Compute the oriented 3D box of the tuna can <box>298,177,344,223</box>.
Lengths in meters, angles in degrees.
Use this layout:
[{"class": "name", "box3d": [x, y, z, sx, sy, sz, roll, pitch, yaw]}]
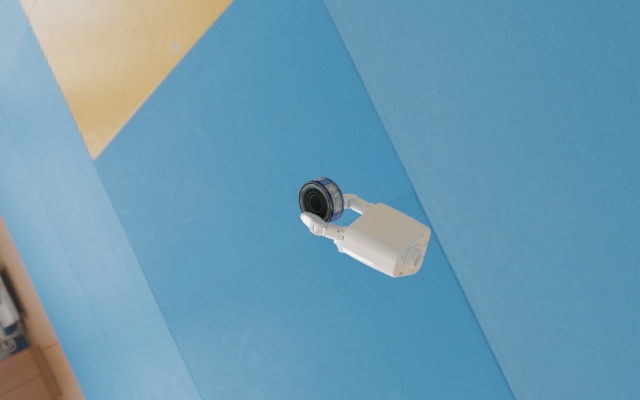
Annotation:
[{"class": "tuna can", "box3d": [0.000, 0.003, 0.863, 0.086, 0.086, 0.033, 0, 14, 45]}]
